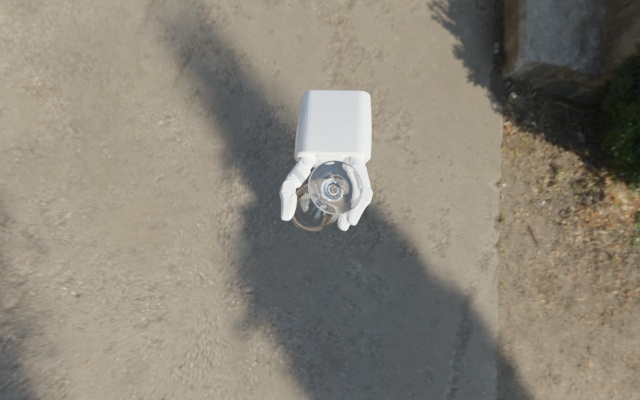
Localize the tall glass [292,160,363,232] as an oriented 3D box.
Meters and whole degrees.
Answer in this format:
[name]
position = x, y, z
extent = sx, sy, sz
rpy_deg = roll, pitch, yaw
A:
[tall glass]
position = 0.000, 0.002, 0.722
extent = 0.079, 0.079, 0.201
rpy_deg = 0, -12, -12
